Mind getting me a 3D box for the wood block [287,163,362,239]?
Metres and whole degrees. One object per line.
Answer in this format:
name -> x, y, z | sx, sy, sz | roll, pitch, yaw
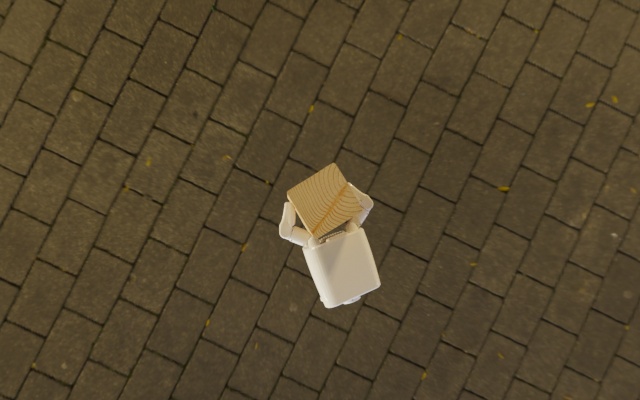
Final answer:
wood block -> 0.001, 0.003, 0.841 | 0.091, 0.090, 0.206 | -31, 1, -4
